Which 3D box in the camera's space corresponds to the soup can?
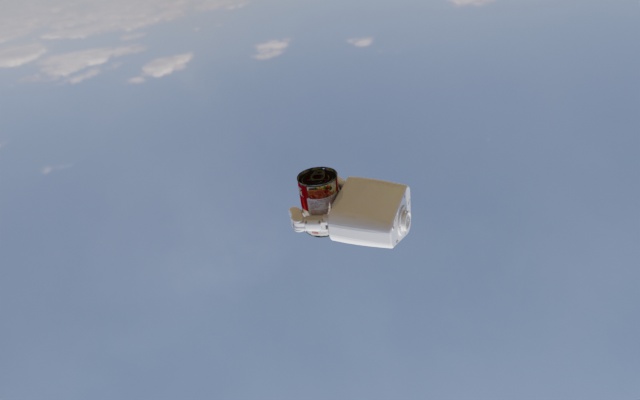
[{"bbox_3d":[0.000,0.003,0.809,0.068,0.102,0.068,-6,30,3],"label":"soup can"}]
